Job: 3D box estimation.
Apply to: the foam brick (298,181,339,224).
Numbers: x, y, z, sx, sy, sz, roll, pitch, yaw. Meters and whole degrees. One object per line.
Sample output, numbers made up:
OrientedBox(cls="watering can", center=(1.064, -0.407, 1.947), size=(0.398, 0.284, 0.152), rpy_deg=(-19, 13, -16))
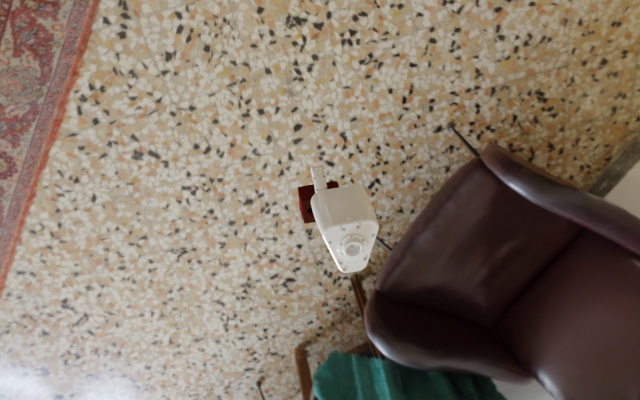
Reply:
OrientedBox(cls="foam brick", center=(0.000, 0.003, 0.882), size=(0.078, 0.053, 0.051), rpy_deg=(-9, 33, -5))
